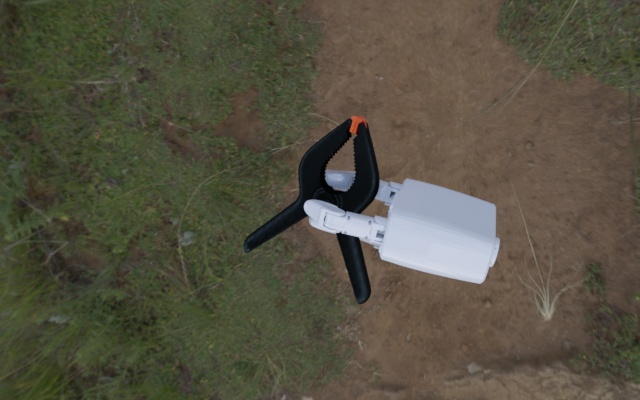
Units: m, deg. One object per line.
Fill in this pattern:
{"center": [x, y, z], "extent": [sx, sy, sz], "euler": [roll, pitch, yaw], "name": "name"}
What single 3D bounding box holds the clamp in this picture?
{"center": [0.000, 0.001, 0.552], "extent": [0.164, 0.210, 0.036], "euler": [15, 13, 12], "name": "clamp"}
